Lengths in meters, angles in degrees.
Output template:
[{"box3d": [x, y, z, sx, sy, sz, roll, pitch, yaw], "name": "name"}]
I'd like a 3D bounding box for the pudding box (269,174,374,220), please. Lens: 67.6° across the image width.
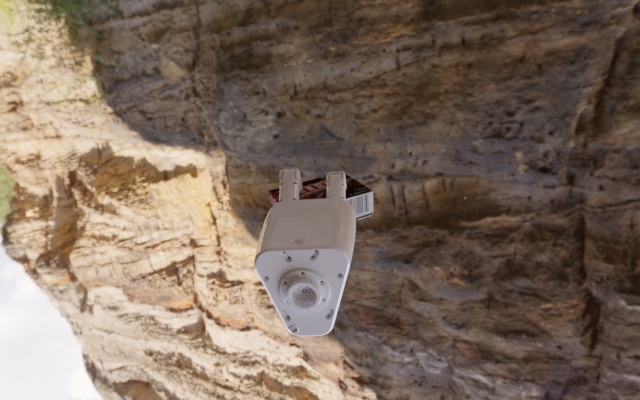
[{"box3d": [0.000, 0.002, 0.622, 0.113, 0.039, 0.090, -14, 25, -20], "name": "pudding box"}]
